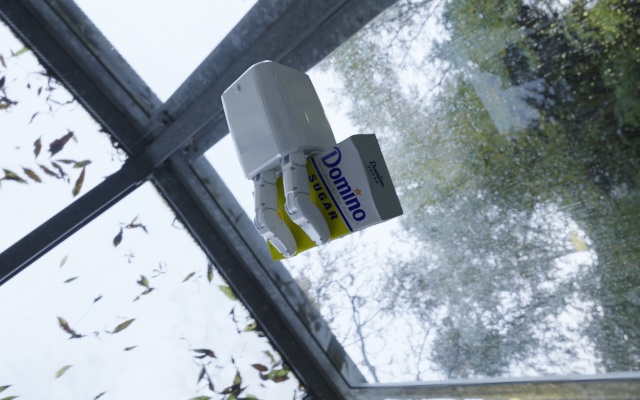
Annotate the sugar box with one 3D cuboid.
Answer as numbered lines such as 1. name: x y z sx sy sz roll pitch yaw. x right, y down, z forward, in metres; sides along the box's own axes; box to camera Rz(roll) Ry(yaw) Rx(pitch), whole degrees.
1. sugar box: 0.000 0.002 0.534 0.048 0.093 0.176 -12 -11 -44
